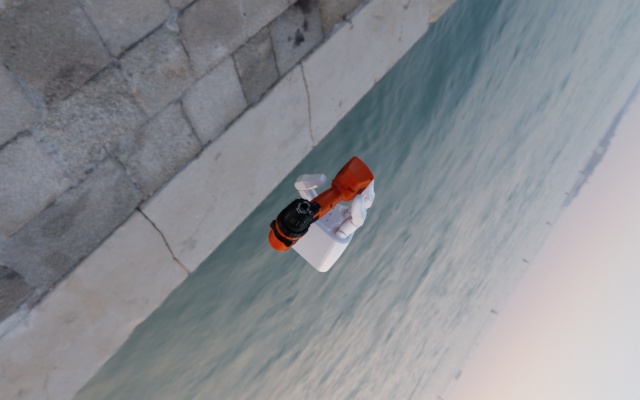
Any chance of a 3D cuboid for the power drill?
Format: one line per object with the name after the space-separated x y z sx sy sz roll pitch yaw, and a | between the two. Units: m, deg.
0.000 0.002 0.792 0.187 0.057 0.184 -36 -5 -25 | power drill
